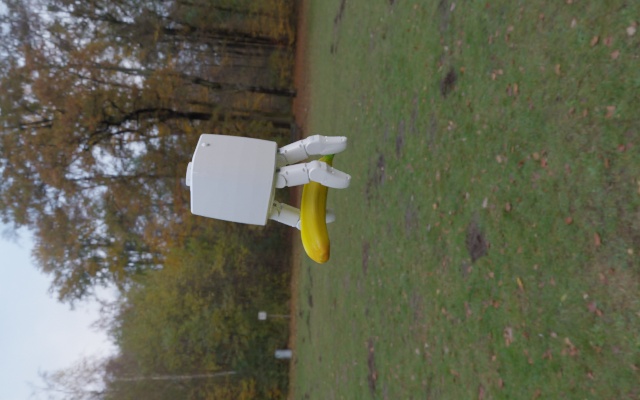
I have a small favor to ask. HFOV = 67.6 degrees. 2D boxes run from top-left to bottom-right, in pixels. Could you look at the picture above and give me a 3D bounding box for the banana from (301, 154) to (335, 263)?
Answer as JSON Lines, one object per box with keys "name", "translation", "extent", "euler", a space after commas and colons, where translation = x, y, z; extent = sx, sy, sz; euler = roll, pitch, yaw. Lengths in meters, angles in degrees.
{"name": "banana", "translation": [-0.005, 0.010, 0.652], "extent": [0.037, 0.197, 0.070], "euler": [13, -38, -11]}
